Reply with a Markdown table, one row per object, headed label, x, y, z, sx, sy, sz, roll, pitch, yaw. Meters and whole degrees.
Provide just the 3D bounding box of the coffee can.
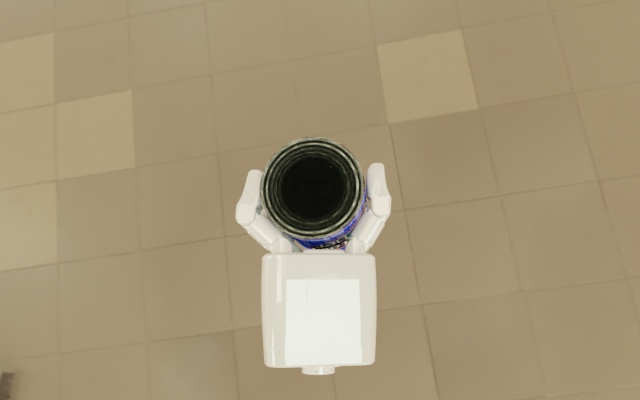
| label | x | y | z | sx | sy | sz | roll | pitch | yaw |
| --- | --- | --- | --- | --- | --- | --- | --- | --- | --- |
| coffee can | 0.000 | 0.002 | 0.526 | 0.103 | 0.102 | 0.140 | 0 | -12 | 8 |
